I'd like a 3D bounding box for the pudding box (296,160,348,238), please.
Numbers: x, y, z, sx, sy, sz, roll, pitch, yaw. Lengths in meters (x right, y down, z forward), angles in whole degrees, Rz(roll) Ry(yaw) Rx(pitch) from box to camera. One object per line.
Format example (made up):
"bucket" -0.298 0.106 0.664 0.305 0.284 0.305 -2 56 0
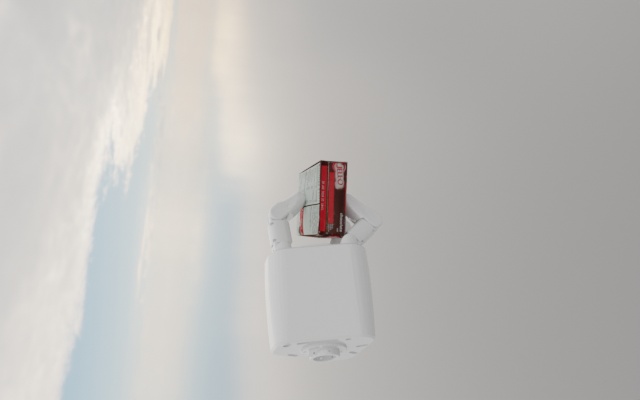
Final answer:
"pudding box" 0.000 0.002 0.602 0.039 0.090 0.113 5 -6 -17
